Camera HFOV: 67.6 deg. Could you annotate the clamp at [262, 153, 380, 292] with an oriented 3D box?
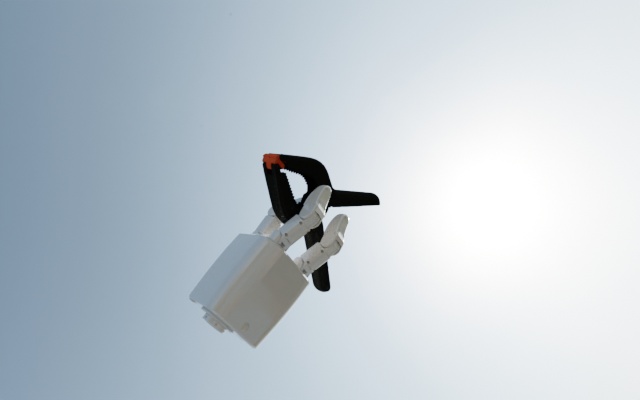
[{"bbox_3d":[-0.001,0.002,0.638,0.036,0.164,0.210,11,-35,46],"label":"clamp"}]
